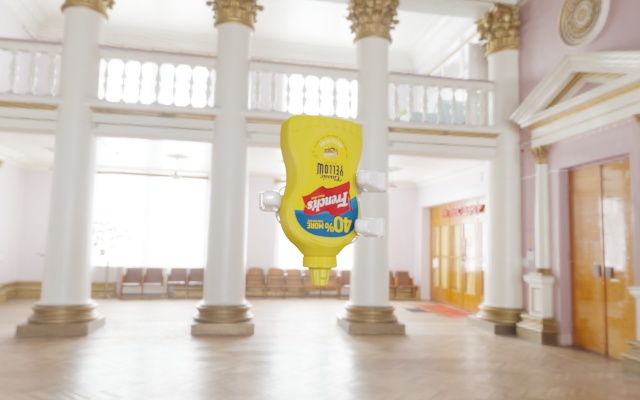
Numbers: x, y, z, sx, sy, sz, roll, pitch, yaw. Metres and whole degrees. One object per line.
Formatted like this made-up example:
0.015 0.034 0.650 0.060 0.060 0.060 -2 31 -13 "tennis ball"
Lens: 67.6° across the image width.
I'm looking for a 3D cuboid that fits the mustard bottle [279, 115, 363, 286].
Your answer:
0.000 0.002 0.554 0.096 0.191 0.058 4 -6 -25 "mustard bottle"
